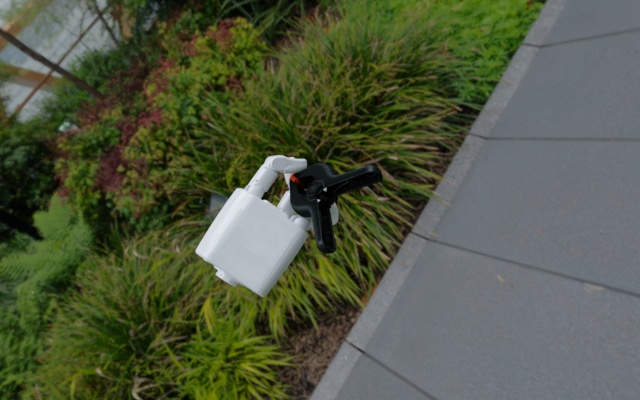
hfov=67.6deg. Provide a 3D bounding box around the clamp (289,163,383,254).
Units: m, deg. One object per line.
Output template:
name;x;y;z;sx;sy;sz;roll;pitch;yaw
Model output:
clamp;0.000;0.002;0.626;0.039;0.120;0.171;41;-14;-28
